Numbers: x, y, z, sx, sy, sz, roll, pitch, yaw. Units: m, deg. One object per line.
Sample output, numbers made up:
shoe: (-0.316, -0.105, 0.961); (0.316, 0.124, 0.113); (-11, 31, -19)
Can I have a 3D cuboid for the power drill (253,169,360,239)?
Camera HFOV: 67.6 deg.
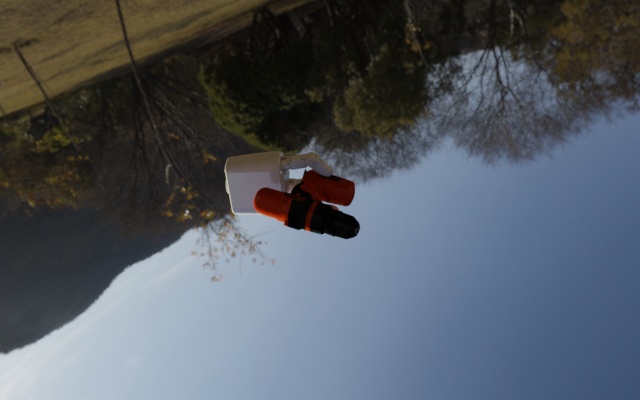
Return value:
power drill: (0.000, 0.003, 0.841); (0.184, 0.057, 0.187); (19, 20, 15)
